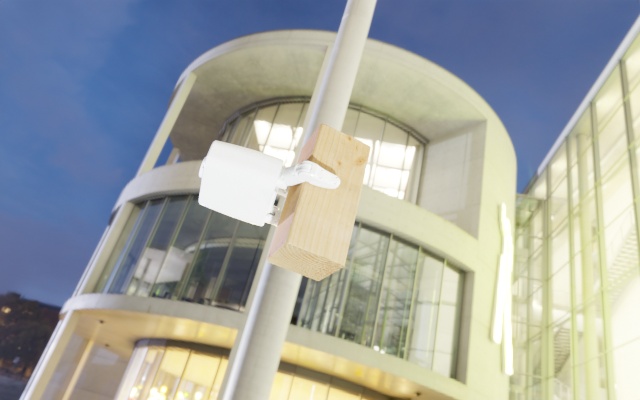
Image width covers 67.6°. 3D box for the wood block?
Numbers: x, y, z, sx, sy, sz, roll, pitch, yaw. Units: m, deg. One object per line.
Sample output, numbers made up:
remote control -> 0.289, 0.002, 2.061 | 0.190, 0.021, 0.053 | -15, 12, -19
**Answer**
wood block -> 0.000, 0.002, 0.718 | 0.090, 0.206, 0.091 | 23, -30, -14
